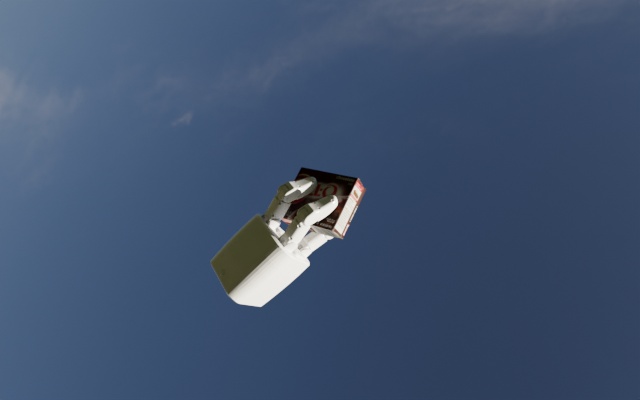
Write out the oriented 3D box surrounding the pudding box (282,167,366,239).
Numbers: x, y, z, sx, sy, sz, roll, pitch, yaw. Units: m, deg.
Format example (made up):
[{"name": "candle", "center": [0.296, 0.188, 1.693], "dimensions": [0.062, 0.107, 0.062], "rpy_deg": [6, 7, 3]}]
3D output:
[{"name": "pudding box", "center": [0.000, 0.002, 0.722], "dimensions": [0.113, 0.090, 0.039], "rpy_deg": [14, -21, 34]}]
